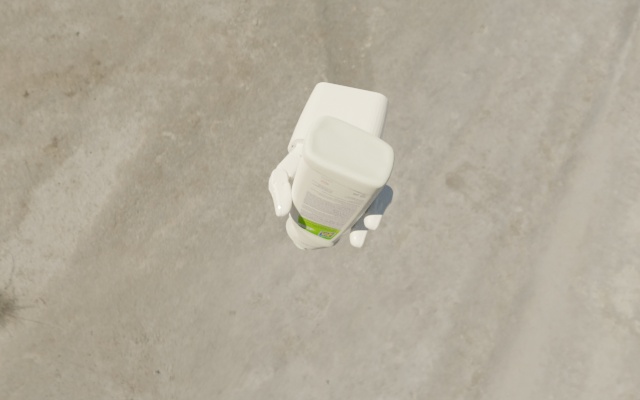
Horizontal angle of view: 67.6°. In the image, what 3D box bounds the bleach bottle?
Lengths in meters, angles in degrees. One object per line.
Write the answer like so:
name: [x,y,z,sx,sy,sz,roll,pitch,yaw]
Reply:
bleach bottle: [0.000,0.002,0.603,0.102,0.068,0.251,23,-30,-5]
